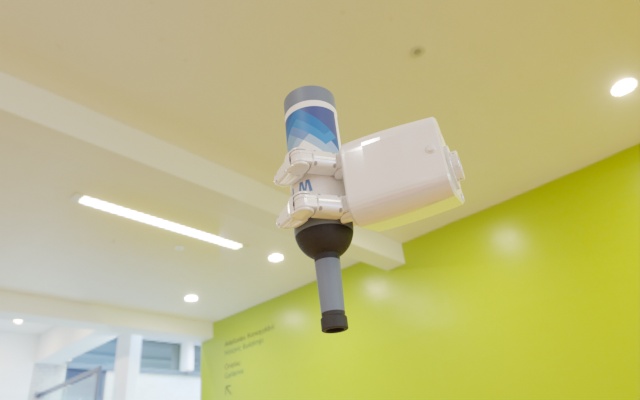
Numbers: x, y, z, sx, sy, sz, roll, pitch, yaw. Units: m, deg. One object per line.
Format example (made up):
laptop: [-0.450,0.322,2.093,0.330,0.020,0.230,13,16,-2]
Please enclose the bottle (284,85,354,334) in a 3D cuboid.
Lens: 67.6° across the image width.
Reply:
bottle: [0.000,0.002,0.548,0.069,0.295,0.069,-5,-28,-3]
